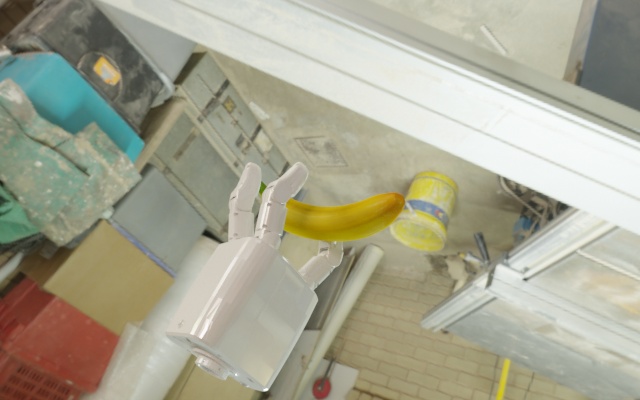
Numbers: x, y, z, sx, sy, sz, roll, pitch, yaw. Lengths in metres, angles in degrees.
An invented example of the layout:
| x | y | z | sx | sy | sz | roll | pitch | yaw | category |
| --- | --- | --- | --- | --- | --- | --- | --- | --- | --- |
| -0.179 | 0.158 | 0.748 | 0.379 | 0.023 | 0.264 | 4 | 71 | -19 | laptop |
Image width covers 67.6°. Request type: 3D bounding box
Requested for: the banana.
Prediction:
| x | y | z | sx | sy | sz | roll | pitch | yaw | category |
| --- | --- | --- | --- | --- | --- | --- | --- | --- | --- |
| 0.004 | 0.015 | 0.509 | 0.198 | 0.070 | 0.037 | 7 | 48 | 35 | banana |
